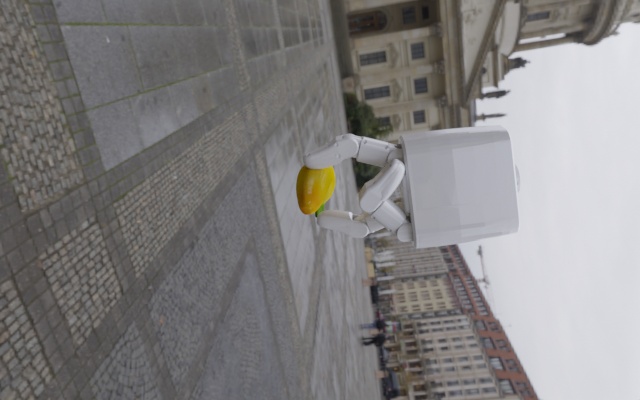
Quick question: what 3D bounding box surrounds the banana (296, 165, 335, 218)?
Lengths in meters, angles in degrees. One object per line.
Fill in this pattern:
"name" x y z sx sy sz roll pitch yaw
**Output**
"banana" -0.002 -0.017 0.556 0.037 0.069 0.198 -7 -4 5
